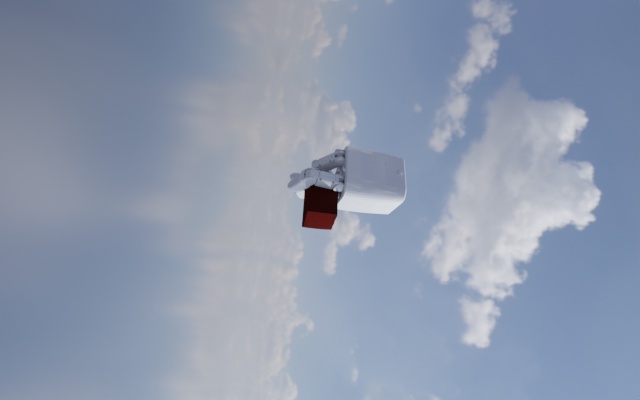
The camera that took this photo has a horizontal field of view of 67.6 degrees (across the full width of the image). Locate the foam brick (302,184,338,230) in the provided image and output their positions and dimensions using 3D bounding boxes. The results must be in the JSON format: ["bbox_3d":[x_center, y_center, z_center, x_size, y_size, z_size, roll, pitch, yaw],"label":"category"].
[{"bbox_3d":[0.000,0.003,0.800,0.051,0.078,0.053,9,-34,-8],"label":"foam brick"}]
